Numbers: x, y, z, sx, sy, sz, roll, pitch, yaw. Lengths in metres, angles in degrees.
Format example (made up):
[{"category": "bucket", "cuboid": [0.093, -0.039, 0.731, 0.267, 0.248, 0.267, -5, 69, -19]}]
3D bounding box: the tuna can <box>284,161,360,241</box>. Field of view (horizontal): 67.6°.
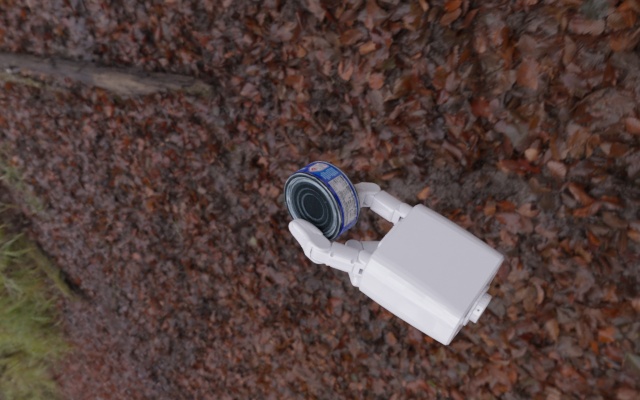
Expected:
[{"category": "tuna can", "cuboid": [0.000, 0.002, 0.527, 0.086, 0.086, 0.033, 0, 24, 46]}]
